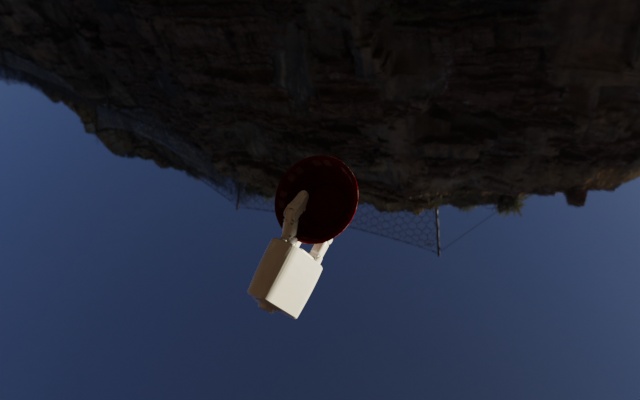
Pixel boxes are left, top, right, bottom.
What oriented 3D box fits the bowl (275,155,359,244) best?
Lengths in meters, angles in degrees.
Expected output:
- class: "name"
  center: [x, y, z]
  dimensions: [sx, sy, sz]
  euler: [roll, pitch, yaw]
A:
- class: "bowl"
  center: [0.001, 0.002, 0.862]
  dimensions: [0.162, 0.162, 0.055]
  euler: [0, -13, 24]
